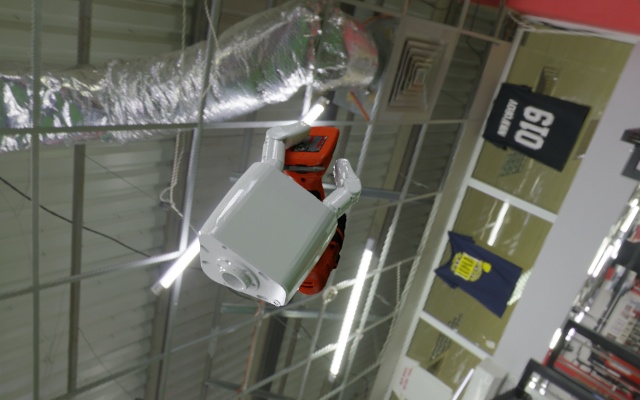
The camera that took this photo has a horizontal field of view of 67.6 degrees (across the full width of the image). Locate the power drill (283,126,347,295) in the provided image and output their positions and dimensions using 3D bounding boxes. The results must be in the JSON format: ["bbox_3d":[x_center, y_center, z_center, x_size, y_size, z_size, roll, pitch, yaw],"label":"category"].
[{"bbox_3d":[0.000,0.002,0.632,0.057,0.188,0.184,1,28,13],"label":"power drill"}]
